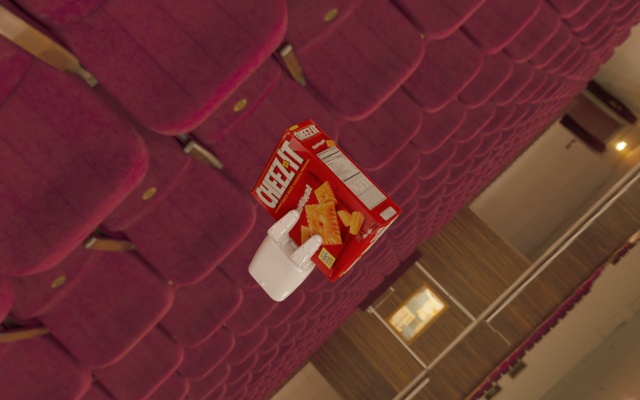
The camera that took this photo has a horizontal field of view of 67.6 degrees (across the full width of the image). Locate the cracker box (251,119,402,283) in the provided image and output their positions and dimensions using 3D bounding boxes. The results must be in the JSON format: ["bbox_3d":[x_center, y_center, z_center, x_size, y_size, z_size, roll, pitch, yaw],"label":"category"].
[{"bbox_3d":[0.000,0.003,0.777,0.072,0.213,0.164,-31,-18,-47],"label":"cracker box"}]
